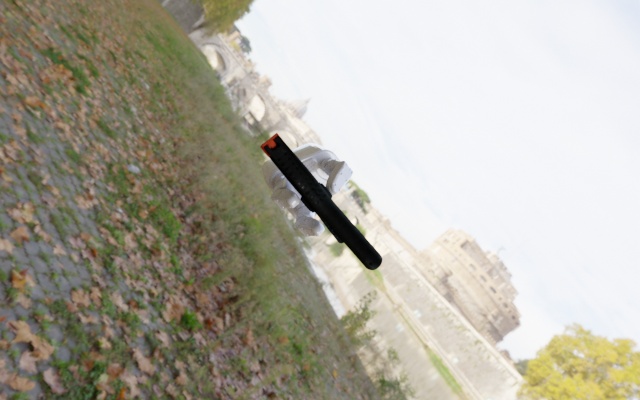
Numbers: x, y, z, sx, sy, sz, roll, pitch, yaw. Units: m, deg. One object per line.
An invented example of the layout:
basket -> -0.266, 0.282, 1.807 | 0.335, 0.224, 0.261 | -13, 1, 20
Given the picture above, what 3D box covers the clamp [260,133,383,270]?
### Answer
clamp -> 0.000, 0.001, 0.634 | 0.036, 0.210, 0.164 | -41, 21, -5
